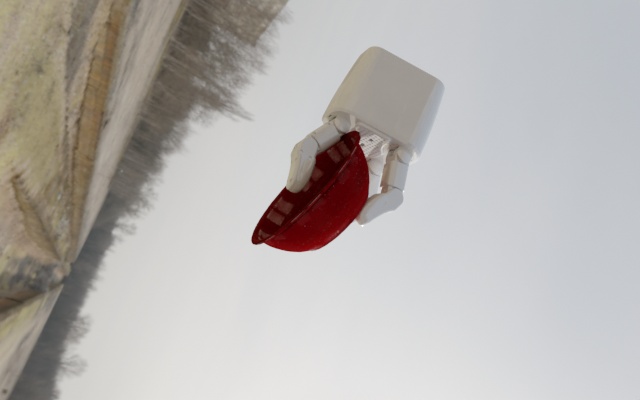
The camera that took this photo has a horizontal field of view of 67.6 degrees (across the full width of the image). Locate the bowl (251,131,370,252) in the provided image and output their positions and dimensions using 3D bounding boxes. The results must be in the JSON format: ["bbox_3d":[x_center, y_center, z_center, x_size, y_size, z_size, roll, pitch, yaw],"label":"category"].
[{"bbox_3d":[0.000,0.003,0.510,0.055,0.162,0.162,44,-13,-14],"label":"bowl"}]
